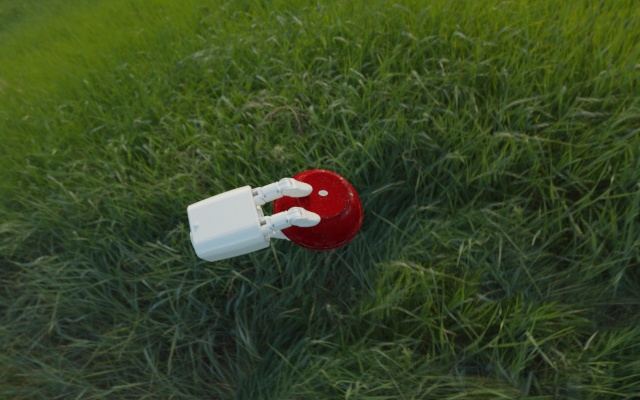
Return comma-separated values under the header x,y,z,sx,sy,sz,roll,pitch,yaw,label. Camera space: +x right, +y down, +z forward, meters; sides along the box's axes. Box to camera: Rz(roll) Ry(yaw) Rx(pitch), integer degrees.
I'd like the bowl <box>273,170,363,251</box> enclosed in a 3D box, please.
x,y,z,sx,sy,sz,roll,pitch,yaw,label
0.001,0.002,0.826,0.162,0.162,0.055,0,-30,-9,bowl
